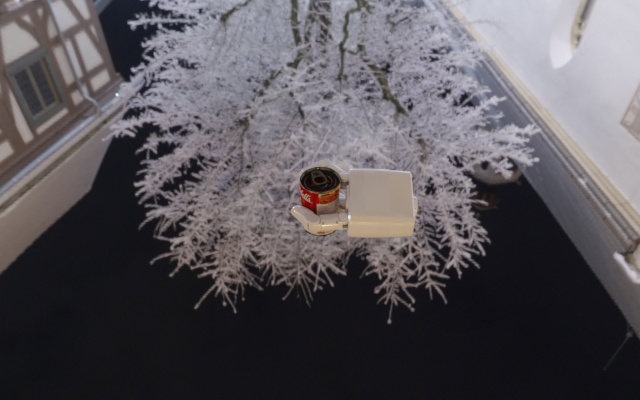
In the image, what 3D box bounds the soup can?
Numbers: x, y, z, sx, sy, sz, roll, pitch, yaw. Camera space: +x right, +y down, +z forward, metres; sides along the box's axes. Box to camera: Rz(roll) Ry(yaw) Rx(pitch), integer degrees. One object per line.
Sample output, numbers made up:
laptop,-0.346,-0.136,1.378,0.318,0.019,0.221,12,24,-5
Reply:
soup can,0.000,0.003,0.813,0.068,0.102,0.068,0,42,0
